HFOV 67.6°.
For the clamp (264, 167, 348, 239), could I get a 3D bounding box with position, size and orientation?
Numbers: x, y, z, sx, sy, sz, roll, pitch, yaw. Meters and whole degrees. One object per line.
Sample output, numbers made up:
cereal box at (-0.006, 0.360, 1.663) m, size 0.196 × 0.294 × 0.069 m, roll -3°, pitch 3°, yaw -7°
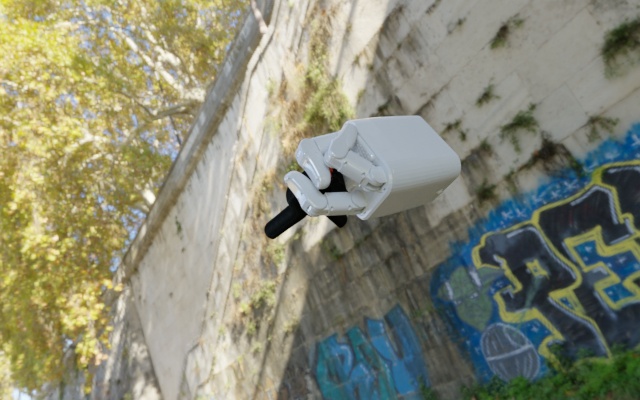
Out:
clamp at (0.000, 0.001, 0.627) m, size 0.120 × 0.039 × 0.171 m, roll -10°, pitch -23°, yaw -26°
